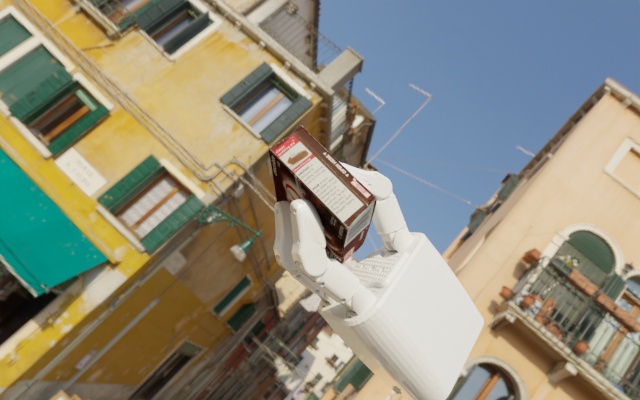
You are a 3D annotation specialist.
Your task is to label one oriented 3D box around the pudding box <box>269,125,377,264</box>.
[{"bbox_3d":[0.000,0.001,0.410,0.039,0.090,0.113,-40,-16,-18],"label":"pudding box"}]
